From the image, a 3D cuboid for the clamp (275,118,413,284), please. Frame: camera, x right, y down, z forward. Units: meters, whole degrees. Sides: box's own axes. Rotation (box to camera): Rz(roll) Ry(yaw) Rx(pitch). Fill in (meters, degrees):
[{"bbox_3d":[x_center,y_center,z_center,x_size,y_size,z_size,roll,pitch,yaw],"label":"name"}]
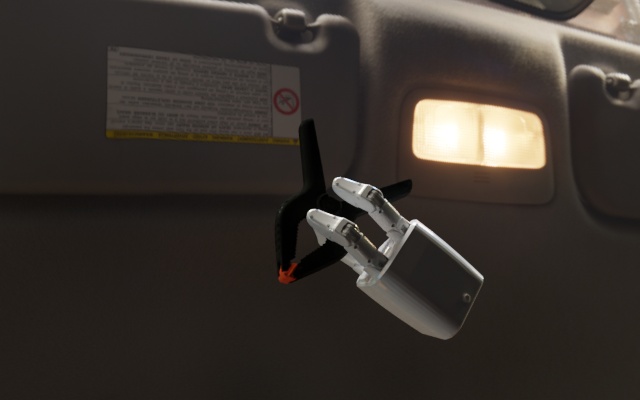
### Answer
[{"bbox_3d":[0.000,0.003,0.571,0.164,0.210,0.036,37,-30,3],"label":"clamp"}]
